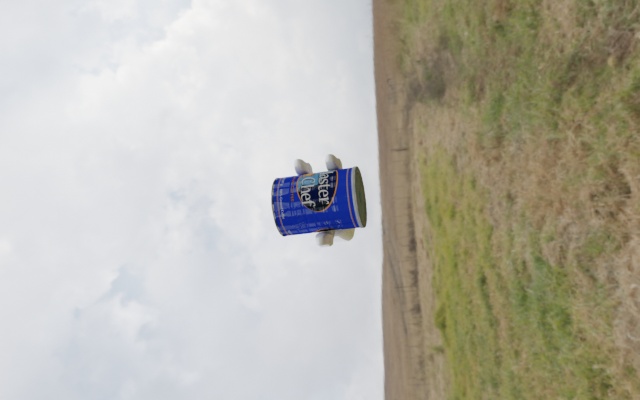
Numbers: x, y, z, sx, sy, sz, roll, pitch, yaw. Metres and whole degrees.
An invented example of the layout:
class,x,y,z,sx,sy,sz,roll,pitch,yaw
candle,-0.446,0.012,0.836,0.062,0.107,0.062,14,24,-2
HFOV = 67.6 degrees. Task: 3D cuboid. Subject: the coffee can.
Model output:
class,x,y,z,sx,sy,sz,roll,pitch,yaw
coffee can,0.000,0.003,0.801,0.140,0.103,0.103,-7,-2,13
